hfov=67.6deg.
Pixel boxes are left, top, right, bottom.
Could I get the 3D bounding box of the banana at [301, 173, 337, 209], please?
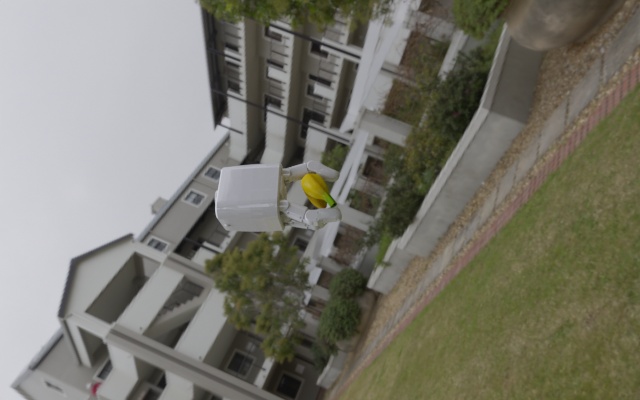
[{"bbox_3d":[-0.008,-0.014,0.834,0.037,0.069,0.198,-26,1,-2],"label":"banana"}]
